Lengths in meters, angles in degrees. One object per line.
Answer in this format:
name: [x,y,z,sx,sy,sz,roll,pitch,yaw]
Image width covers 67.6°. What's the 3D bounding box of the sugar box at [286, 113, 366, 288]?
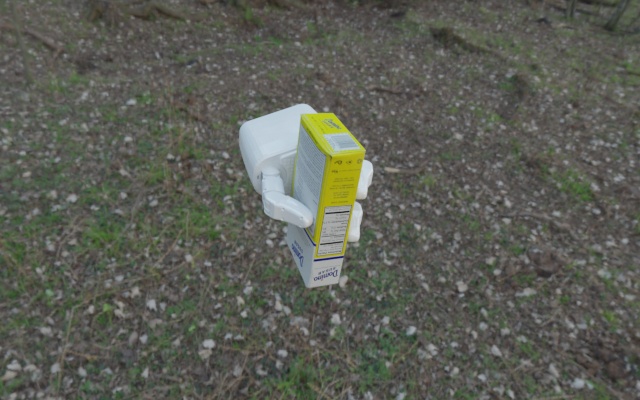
sugar box: [0.001,0.002,0.536,0.048,0.176,0.093,-7,37,-19]
